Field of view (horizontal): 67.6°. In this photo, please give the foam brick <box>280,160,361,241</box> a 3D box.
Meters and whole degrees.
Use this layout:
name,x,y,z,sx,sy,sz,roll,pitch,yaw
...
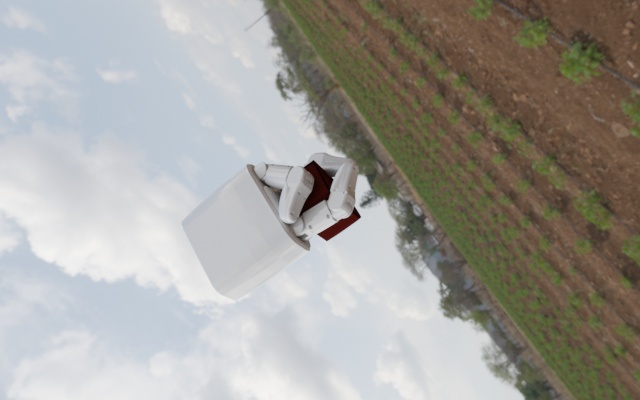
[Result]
name,x,y,z,sx,sy,sz,roll,pitch,yaw
foam brick,0.000,0.002,0.547,0.051,0.053,0.078,-38,-38,10
